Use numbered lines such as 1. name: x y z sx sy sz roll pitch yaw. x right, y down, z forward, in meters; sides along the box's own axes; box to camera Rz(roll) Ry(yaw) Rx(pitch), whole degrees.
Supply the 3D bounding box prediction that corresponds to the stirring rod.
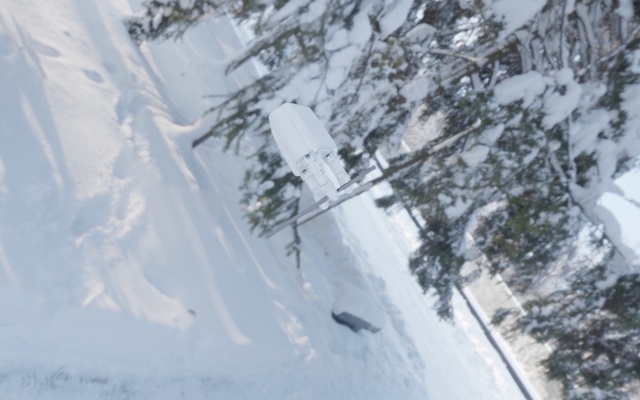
1. stirring rod: 0.000 0.003 0.884 0.239 0.011 0.011 -33 -5 8
